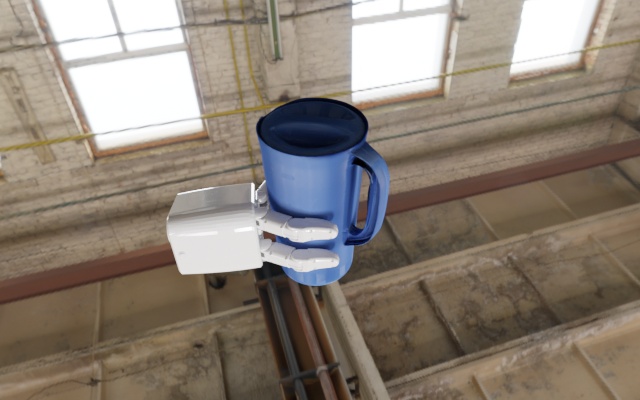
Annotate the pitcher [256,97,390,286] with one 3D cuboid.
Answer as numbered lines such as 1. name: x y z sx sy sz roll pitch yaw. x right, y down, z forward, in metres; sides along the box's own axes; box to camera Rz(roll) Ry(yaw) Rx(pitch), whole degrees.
1. pitcher: 0.000 0.002 0.629 0.145 0.243 0.149 -6 40 -5
